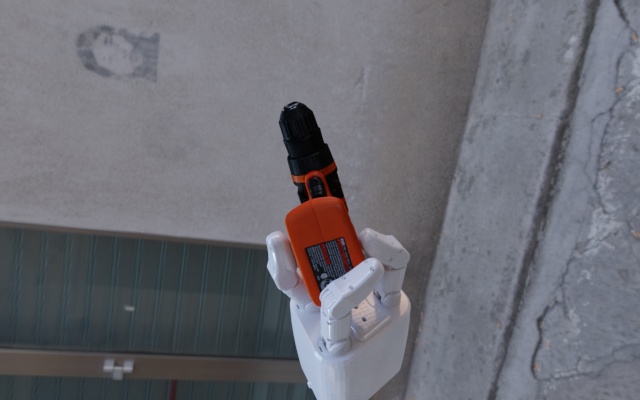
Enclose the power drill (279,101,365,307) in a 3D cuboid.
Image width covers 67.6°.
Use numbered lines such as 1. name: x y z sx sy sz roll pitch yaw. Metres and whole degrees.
1. power drill: 0.000 0.002 0.482 0.057 0.184 0.187 -18 21 6
